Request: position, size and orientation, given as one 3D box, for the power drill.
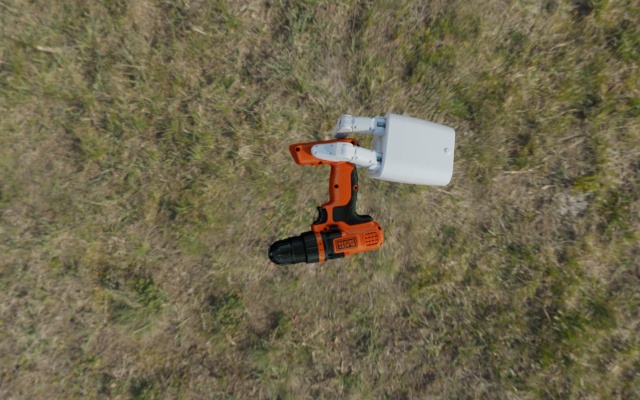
[{"bbox_3d":[0.000,0.002,0.738,0.184,0.188,0.057,-10,11,-13],"label":"power drill"}]
